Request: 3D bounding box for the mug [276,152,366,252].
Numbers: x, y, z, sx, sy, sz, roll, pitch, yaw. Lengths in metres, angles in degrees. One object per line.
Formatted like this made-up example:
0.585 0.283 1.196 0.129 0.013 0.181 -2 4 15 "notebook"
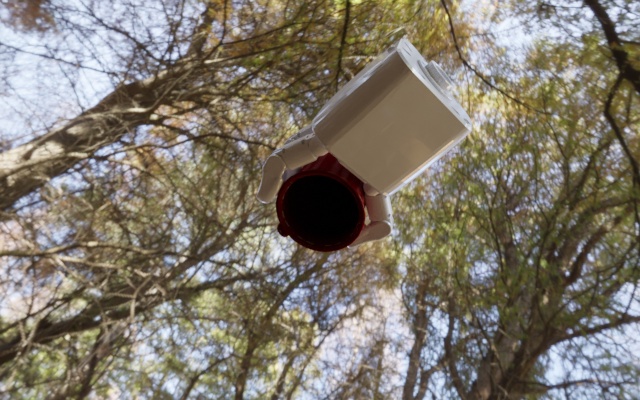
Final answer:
-0.001 0.002 0.521 0.117 0.093 0.081 -37 11 27 "mug"
